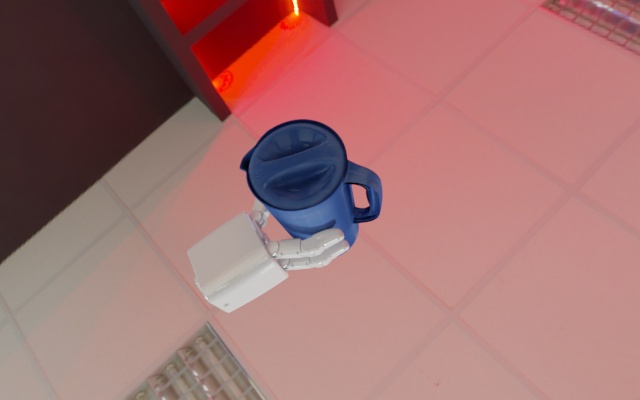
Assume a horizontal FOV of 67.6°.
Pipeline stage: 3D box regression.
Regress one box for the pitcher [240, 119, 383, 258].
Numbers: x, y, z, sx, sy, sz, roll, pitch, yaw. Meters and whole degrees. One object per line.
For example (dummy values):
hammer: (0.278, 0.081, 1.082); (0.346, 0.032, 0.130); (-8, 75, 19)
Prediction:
pitcher: (0.000, 0.002, 0.701); (0.145, 0.149, 0.243); (-35, -27, -5)
